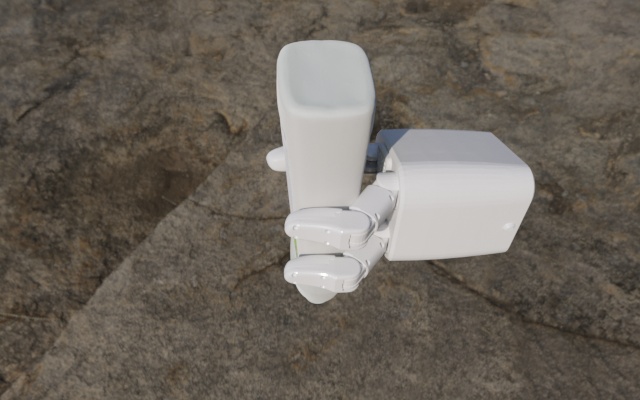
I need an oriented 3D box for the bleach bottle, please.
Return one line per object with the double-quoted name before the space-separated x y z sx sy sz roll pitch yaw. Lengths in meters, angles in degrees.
"bleach bottle" 0.000 0.001 0.414 0.068 0.102 0.251 -1 -44 -4
